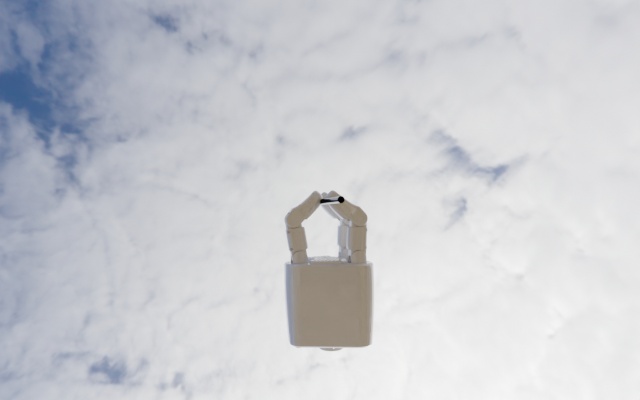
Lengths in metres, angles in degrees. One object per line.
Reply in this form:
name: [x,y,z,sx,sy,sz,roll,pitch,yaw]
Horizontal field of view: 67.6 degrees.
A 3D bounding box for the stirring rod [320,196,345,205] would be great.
stirring rod: [0.000,0.002,0.637,0.011,0.011,0.239,0,-1,-11]
